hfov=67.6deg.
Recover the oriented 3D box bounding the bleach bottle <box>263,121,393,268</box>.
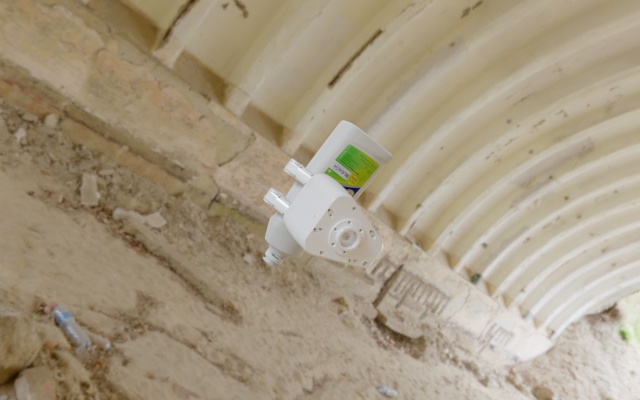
[{"bbox_3d":[0.000,0.002,0.755,0.102,0.251,0.068,35,3,-24],"label":"bleach bottle"}]
